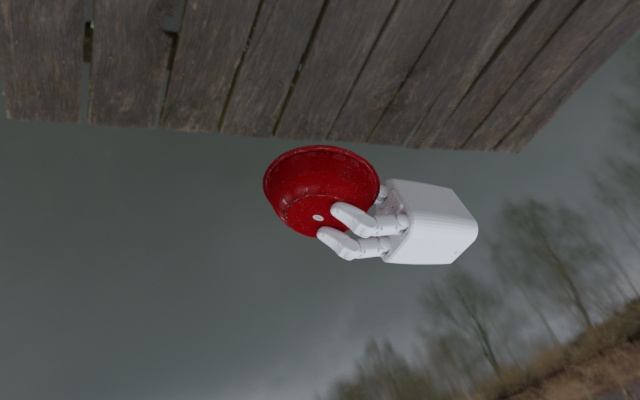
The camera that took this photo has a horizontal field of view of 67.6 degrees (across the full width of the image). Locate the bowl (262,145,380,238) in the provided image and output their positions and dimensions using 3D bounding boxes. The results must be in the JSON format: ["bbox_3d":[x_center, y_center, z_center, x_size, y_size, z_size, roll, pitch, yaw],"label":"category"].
[{"bbox_3d":[-0.001,0.002,0.640,0.162,0.055,0.162,2,-40,1],"label":"bowl"}]
